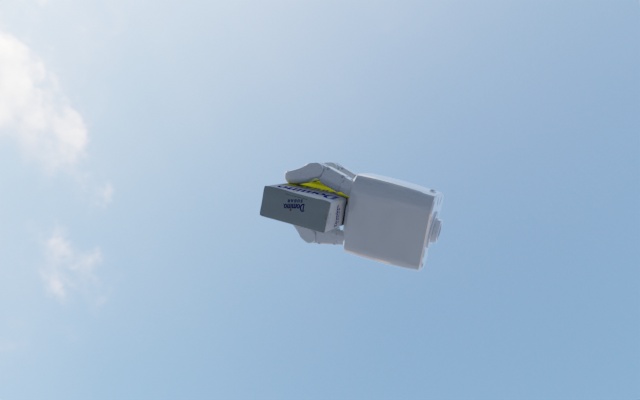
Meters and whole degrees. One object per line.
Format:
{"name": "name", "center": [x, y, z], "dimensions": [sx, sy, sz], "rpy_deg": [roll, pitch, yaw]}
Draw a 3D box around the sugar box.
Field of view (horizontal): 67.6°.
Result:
{"name": "sugar box", "center": [0.000, 0.002, 0.659], "dimensions": [0.093, 0.048, 0.176], "rpy_deg": [14, 8, 20]}
